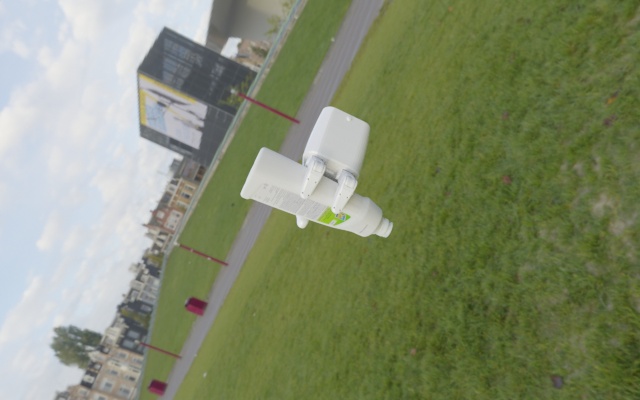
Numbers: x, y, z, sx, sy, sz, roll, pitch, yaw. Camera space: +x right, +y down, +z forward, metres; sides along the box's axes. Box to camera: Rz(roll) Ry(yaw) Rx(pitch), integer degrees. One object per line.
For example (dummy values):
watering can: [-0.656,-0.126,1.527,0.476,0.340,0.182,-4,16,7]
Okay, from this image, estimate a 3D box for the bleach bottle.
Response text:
bleach bottle: [0.000,0.003,0.795,0.251,0.068,0.103,24,-29,-10]
